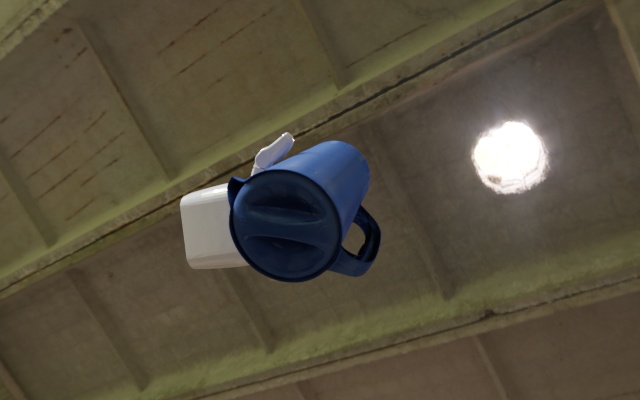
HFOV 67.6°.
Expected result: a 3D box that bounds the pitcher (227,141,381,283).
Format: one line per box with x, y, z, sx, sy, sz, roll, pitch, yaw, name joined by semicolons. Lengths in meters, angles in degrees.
0.000;0.002;0.624;0.145;0.149;0.242;-11;14;21;pitcher
